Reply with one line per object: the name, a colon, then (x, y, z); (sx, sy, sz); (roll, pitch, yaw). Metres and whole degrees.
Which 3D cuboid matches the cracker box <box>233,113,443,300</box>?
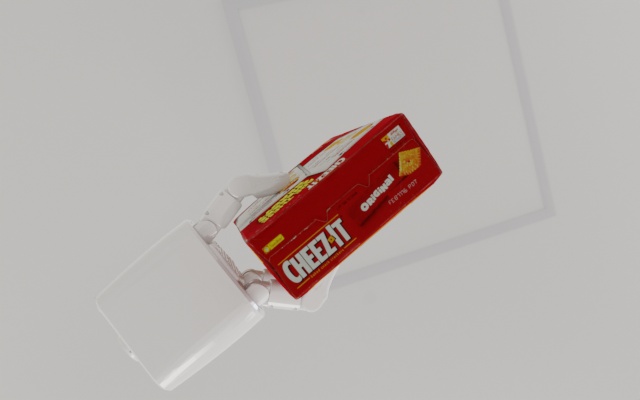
cracker box: (0.000, 0.001, 0.477); (0.164, 0.072, 0.213); (-40, 10, -9)
